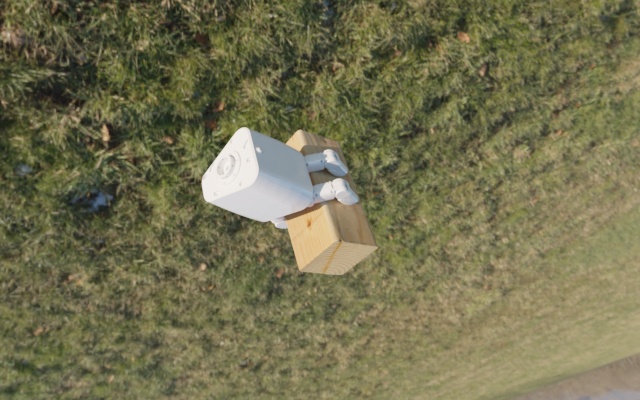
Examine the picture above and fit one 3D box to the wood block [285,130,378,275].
[{"bbox_3d":[0.000,0.003,0.751,0.090,0.206,0.091,11,-41,-39],"label":"wood block"}]
